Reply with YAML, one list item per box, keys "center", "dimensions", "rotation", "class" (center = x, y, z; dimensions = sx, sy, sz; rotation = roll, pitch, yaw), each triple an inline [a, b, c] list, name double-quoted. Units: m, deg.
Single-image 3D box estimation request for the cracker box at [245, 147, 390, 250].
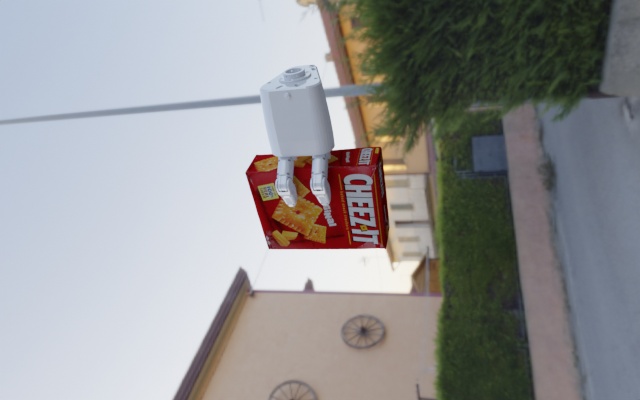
- center: [0.000, 0.003, 0.796]
  dimensions: [0.213, 0.164, 0.072]
  rotation: [-2, 34, 15]
  class: "cracker box"
